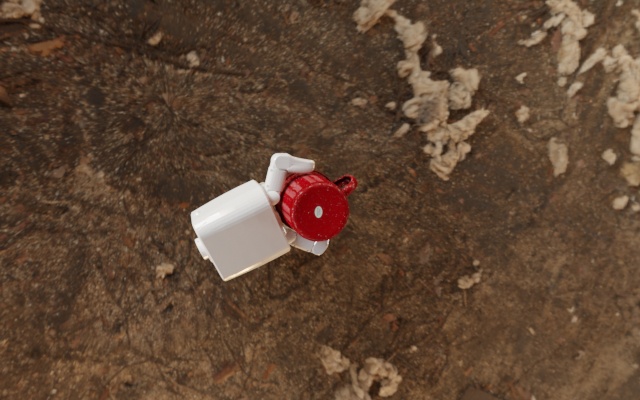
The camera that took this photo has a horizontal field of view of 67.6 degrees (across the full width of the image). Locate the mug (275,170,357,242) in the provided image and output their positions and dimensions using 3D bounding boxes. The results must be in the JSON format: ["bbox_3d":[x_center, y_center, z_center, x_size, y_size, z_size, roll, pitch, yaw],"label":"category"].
[{"bbox_3d":[0.001,0.002,0.658,0.117,0.093,0.081,-30,18,-8],"label":"mug"}]
